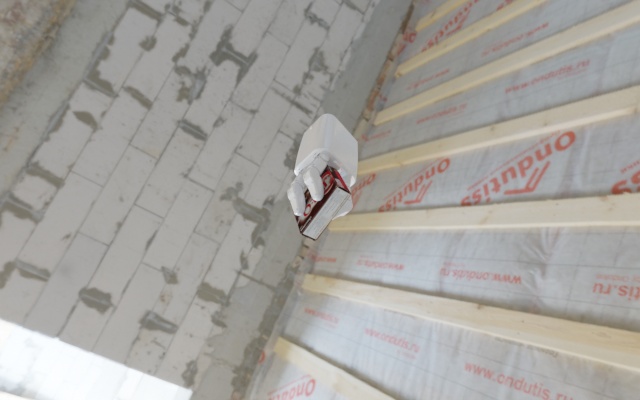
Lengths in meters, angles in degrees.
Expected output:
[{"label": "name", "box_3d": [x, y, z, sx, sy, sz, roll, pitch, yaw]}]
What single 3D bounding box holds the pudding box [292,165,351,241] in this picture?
[{"label": "pudding box", "box_3d": [0.000, 0.003, 0.855, 0.039, 0.113, 0.090, 26, 19, -24]}]
